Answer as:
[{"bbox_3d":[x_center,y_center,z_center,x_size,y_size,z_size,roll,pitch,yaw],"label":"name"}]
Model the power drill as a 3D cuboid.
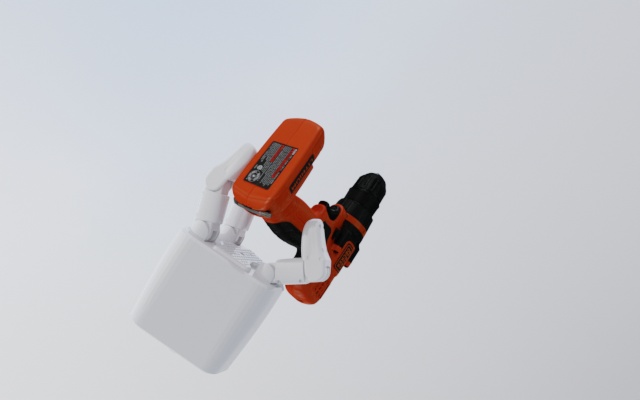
[{"bbox_3d":[0.000,0.002,0.517,0.057,0.184,0.188,18,-26,36],"label":"power drill"}]
